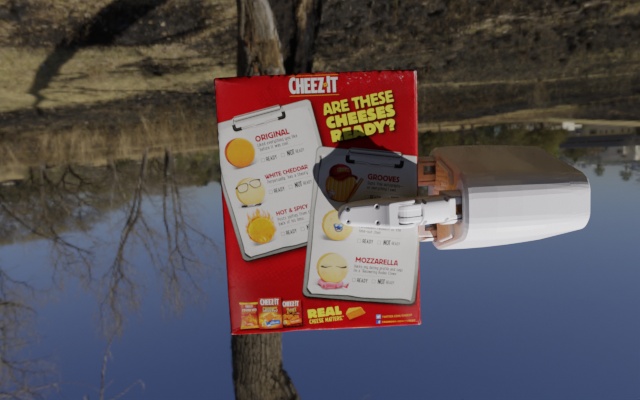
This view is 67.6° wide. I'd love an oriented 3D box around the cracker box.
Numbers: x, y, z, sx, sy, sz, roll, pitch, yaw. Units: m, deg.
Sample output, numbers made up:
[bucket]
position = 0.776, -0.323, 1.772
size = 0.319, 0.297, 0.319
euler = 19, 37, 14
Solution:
[cracker box]
position = 0.000, 0.002, 0.421
size = 0.164, 0.214, 0.072
euler = -3, 6, -2
